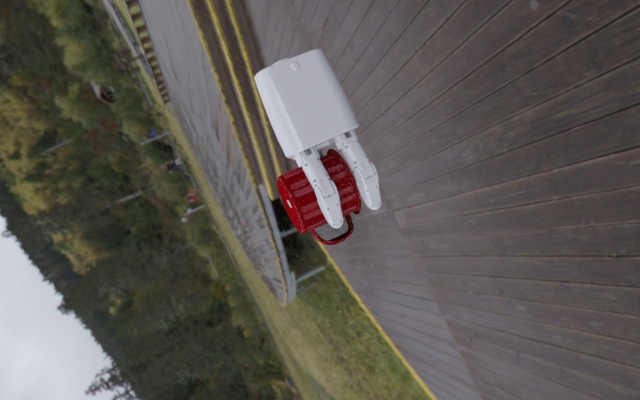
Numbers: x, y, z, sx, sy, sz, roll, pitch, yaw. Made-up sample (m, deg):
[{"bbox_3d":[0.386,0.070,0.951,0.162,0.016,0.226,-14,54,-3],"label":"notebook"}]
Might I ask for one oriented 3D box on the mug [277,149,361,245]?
[{"bbox_3d":[0.000,0.003,0.619,0.081,0.117,0.093,-24,2,-13],"label":"mug"}]
